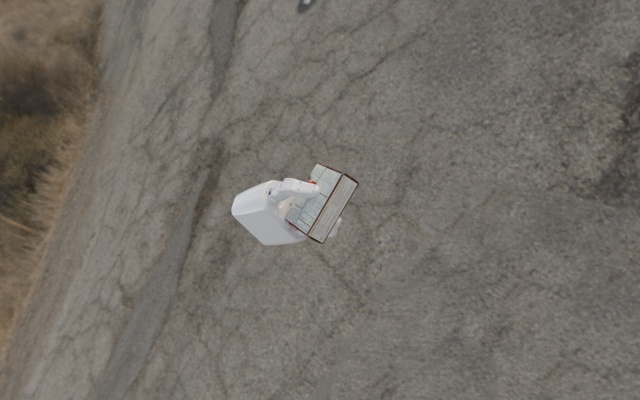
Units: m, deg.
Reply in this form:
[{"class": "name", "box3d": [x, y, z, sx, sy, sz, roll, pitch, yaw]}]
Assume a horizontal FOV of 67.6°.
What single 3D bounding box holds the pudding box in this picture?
[{"class": "pudding box", "box3d": [0.000, 0.002, 0.751, 0.039, 0.113, 0.090, 29, 0, -32]}]
